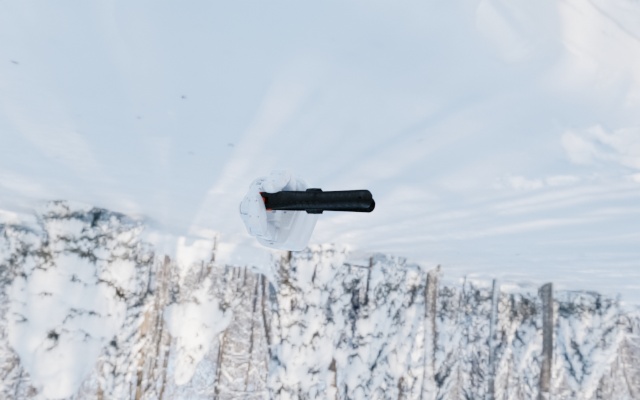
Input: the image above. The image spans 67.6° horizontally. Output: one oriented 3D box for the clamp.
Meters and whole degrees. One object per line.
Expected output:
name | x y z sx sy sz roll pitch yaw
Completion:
clamp | 0.000 0.003 0.685 0.171 0.039 0.120 2 -10 17
